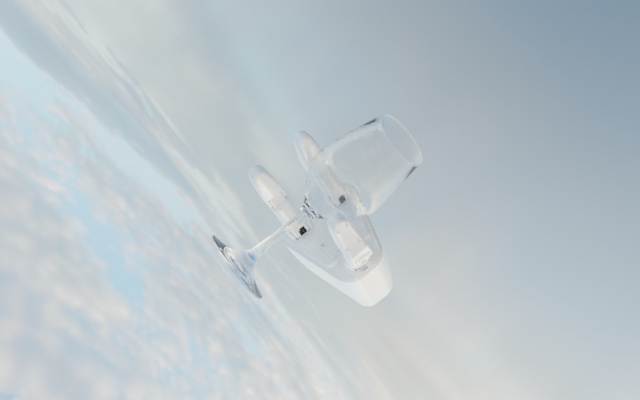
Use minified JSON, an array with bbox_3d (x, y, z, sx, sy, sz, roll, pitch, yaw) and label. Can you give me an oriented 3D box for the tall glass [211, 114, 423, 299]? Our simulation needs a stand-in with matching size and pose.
[{"bbox_3d":[0.000,0.002,0.453,0.201,0.079,0.079,-38,4,-5],"label":"tall glass"}]
